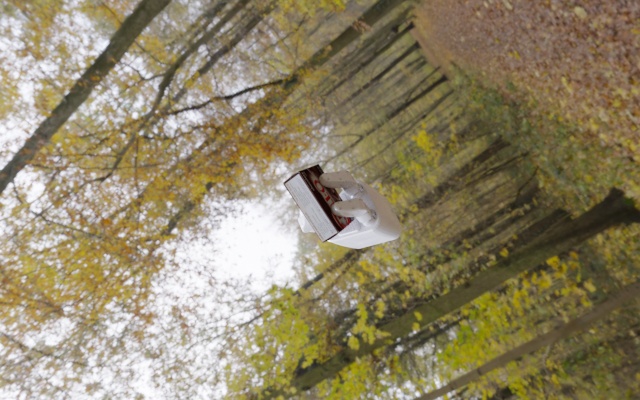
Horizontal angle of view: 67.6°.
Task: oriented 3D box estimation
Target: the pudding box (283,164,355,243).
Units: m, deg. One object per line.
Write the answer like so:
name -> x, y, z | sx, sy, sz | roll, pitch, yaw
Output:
pudding box -> 0.000, 0.003, 0.749 | 0.039, 0.113, 0.090 | -36, -2, 21
